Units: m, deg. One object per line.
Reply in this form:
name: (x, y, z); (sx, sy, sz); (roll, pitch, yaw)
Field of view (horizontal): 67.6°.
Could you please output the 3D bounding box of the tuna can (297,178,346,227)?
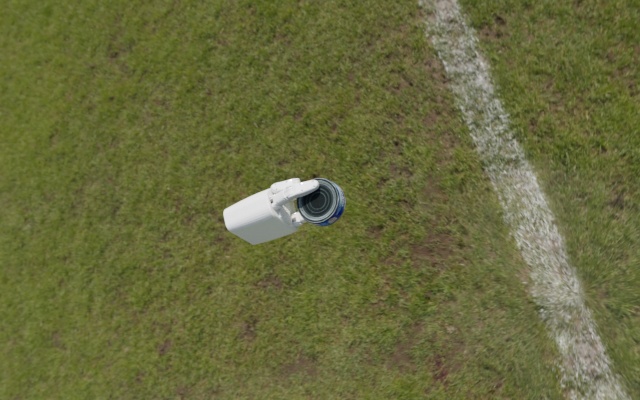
tuna can: (0.000, 0.003, 0.871); (0.086, 0.086, 0.034); (0, -12, 23)
